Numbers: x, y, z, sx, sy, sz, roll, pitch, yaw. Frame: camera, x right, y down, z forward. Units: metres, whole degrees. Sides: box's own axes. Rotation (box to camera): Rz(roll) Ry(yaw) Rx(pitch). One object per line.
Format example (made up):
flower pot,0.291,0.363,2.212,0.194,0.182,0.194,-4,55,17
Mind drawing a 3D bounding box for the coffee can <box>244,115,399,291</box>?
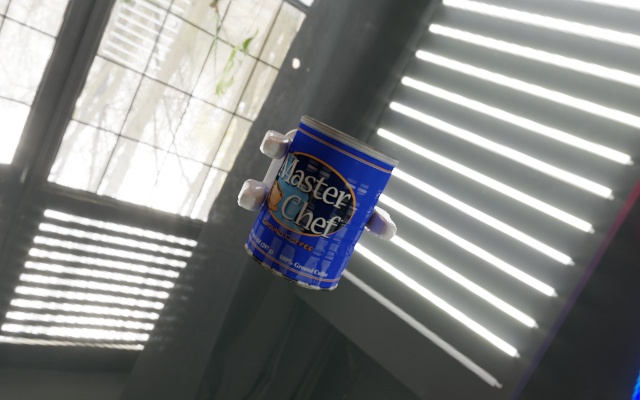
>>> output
coffee can,0.000,0.001,0.469,0.103,0.140,0.103,25,9,-4
